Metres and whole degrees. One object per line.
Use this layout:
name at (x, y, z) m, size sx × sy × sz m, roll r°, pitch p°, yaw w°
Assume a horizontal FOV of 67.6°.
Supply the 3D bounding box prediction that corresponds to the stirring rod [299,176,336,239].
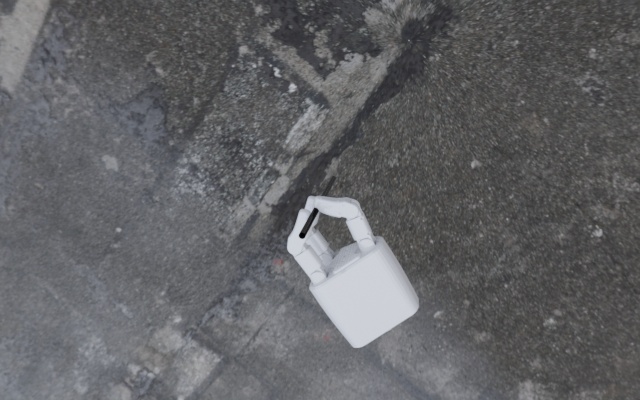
stirring rod at (0.000, 0.002, 0.649) m, size 0.011 × 0.011 × 0.239 m, roll 0°, pitch 18°, yaw 11°
